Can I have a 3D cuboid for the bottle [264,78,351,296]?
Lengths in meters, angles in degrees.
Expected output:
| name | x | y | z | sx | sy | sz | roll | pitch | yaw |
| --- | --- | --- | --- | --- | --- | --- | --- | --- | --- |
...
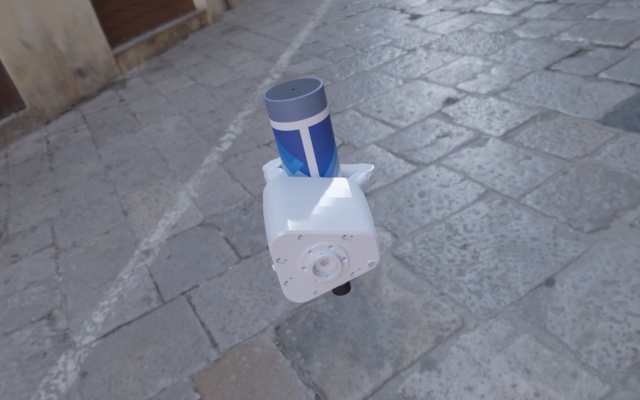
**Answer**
| name | x | y | z | sx | sy | sz | roll | pitch | yaw |
| --- | --- | --- | --- | --- | --- | --- | --- | --- | --- |
| bottle | 0.000 | 0.002 | 0.591 | 0.069 | 0.296 | 0.069 | -10 | 31 | 6 |
